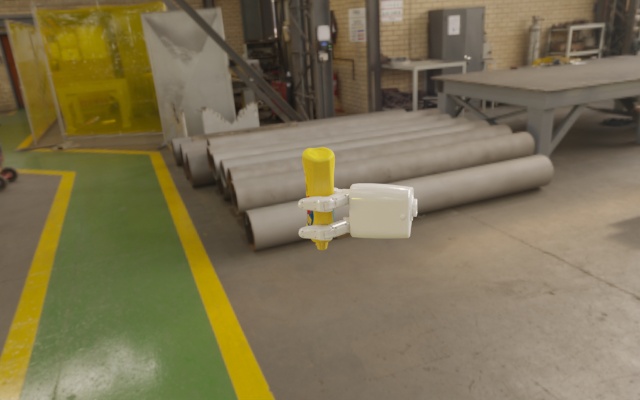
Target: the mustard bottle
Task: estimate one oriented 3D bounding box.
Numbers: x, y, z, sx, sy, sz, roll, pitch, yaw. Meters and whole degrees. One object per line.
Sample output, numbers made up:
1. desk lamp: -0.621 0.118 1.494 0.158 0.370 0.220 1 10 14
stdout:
1. mustard bottle: 0.000 0.003 0.891 0.058 0.192 0.096 -6 20 -7
